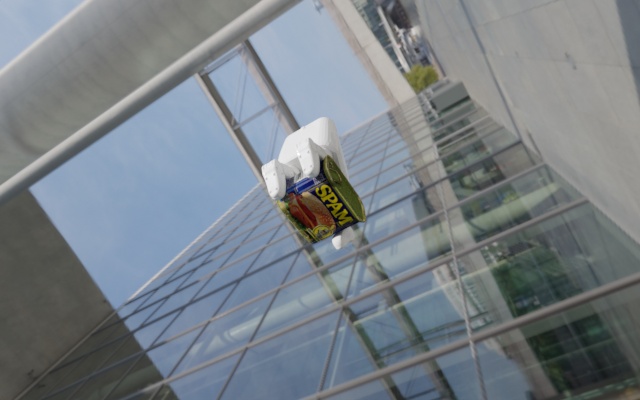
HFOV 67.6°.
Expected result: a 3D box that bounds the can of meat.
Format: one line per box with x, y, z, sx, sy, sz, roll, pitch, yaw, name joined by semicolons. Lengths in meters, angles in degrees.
0.000;0.002;0.648;0.084;0.102;0.057;-27;30;18;can of meat
